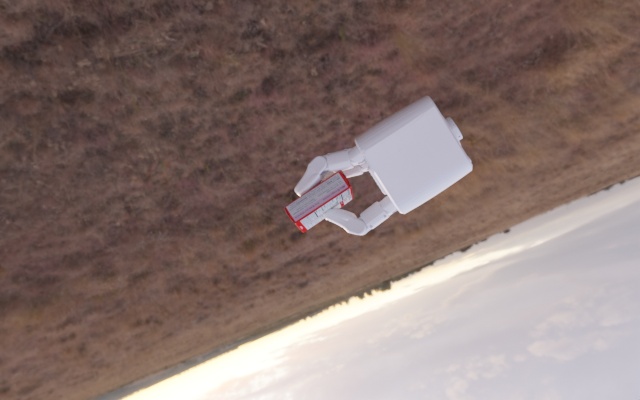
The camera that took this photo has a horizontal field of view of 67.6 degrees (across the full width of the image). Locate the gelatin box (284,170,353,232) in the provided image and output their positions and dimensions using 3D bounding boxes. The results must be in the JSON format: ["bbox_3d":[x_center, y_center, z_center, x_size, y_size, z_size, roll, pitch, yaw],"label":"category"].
[{"bbox_3d":[0.000,0.003,0.635,0.089,0.030,0.073,-34,-14,-2],"label":"gelatin box"}]
